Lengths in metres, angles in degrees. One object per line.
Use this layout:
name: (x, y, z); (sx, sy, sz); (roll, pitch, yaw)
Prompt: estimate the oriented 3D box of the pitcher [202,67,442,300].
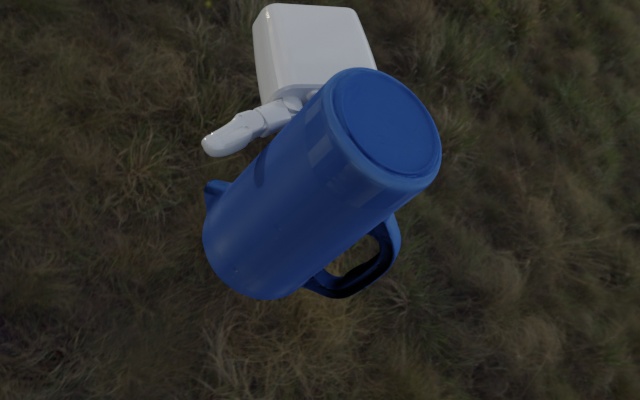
pitcher: (0.000, 0.001, 0.438); (0.149, 0.145, 0.243); (3, -27, -32)
